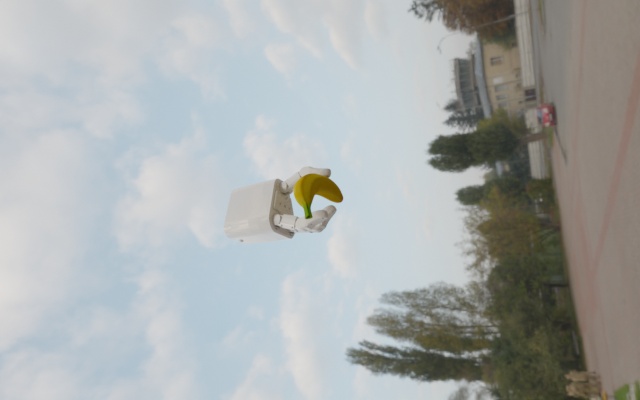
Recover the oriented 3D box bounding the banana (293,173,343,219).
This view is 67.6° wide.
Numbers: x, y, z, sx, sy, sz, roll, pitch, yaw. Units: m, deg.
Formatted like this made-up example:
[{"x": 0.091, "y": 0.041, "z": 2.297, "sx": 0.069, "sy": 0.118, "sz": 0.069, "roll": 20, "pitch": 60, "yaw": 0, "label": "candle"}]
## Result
[{"x": -0.006, "y": -0.015, "z": 0.834, "sx": 0.037, "sy": 0.069, "sz": 0.198, "roll": -14, "pitch": 4, "yaw": 21, "label": "banana"}]
